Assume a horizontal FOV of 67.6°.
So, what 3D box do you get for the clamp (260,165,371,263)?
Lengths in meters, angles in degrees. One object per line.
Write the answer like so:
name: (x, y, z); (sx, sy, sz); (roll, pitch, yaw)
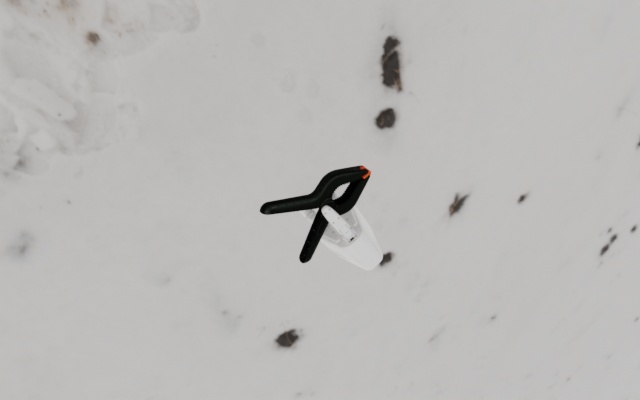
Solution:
clamp: (0.001, 0.003, 0.860); (0.165, 0.210, 0.036); (47, -2, -42)
